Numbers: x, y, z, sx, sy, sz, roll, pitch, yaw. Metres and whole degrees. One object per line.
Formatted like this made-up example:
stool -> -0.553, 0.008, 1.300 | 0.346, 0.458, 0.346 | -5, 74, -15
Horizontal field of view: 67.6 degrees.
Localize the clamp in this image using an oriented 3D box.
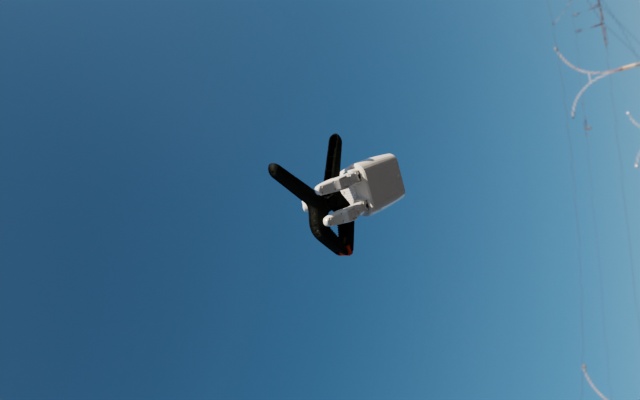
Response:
clamp -> 0.000, 0.003, 0.814 | 0.164, 0.210, 0.036 | -22, 9, -39
